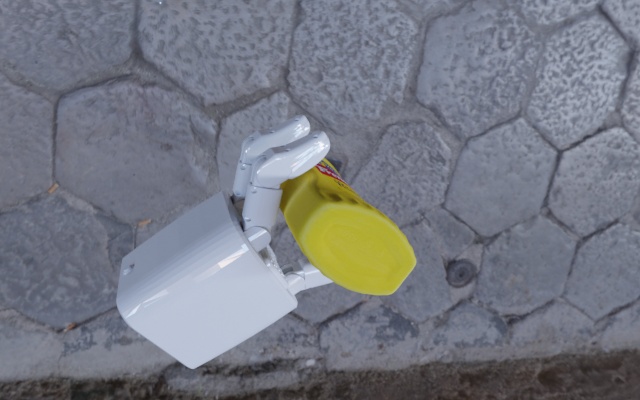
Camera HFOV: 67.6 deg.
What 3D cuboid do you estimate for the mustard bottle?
[{"bbox_3d":[0.000,0.001,0.404,0.096,0.058,0.191,31,9,-27],"label":"mustard bottle"}]
